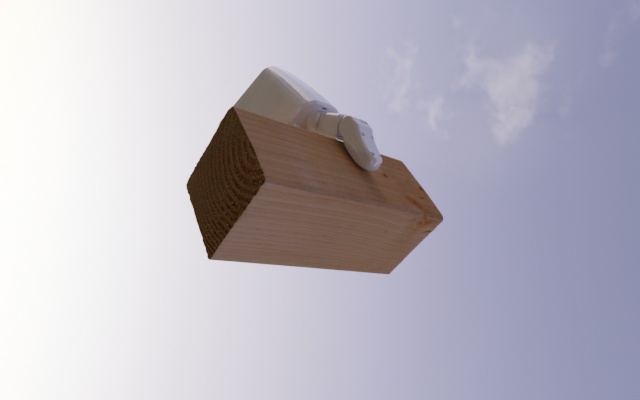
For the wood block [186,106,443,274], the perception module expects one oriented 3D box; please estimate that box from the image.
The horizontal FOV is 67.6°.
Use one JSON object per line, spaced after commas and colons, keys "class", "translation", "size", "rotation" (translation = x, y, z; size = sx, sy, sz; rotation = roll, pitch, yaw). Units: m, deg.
{"class": "wood block", "translation": [0.000, 0.001, 0.432], "size": [0.206, 0.090, 0.091], "rotation": [11, -52, -40]}
